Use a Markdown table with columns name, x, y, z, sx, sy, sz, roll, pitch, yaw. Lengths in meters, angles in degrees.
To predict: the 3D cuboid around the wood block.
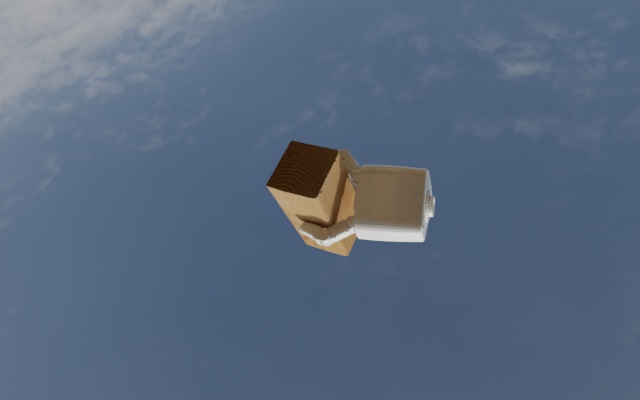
| name | x | y | z | sx | sy | sz | roll | pitch | yaw |
| --- | --- | --- | --- | --- | --- | --- | --- | --- | --- |
| wood block | 0.000 | 0.003 | 0.802 | 0.090 | 0.090 | 0.206 | 15 | -25 | 26 |
